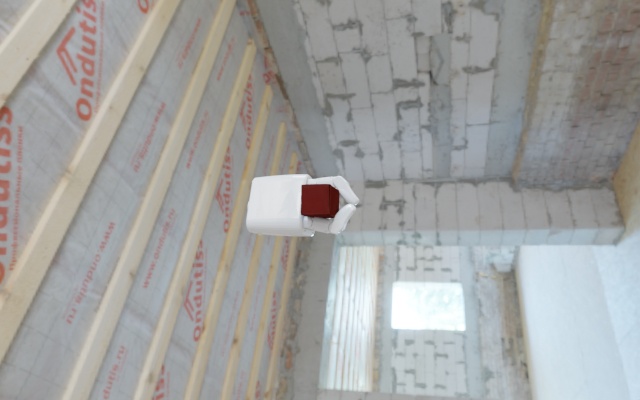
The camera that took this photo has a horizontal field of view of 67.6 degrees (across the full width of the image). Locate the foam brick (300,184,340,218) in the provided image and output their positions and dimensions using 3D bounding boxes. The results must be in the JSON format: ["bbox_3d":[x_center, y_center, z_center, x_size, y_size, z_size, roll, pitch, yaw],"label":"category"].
[{"bbox_3d":[0.000,0.003,0.819,0.051,0.053,0.078,0,-7,14],"label":"foam brick"}]
